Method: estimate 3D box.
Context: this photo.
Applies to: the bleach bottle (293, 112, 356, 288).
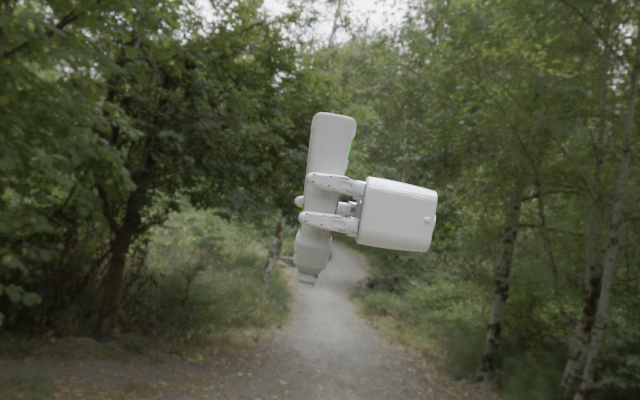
[{"bbox_3d":[0.000,0.002,0.716,0.068,0.251,0.102,10,-3,0],"label":"bleach bottle"}]
